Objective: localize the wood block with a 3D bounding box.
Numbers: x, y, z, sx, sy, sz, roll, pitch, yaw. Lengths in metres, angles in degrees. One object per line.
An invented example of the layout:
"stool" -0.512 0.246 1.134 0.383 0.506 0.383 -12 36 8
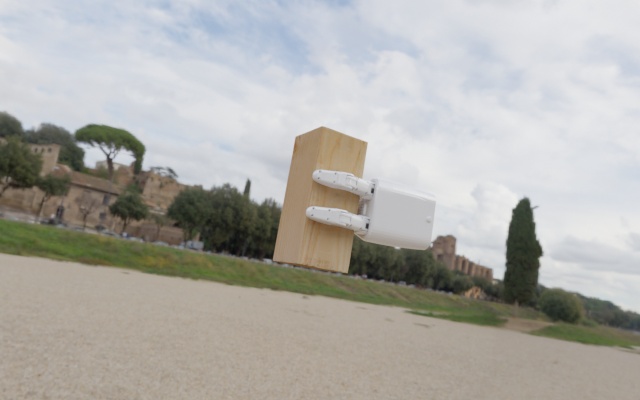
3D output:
"wood block" 0.000 0.002 0.747 0.090 0.206 0.091 15 -11 -28
